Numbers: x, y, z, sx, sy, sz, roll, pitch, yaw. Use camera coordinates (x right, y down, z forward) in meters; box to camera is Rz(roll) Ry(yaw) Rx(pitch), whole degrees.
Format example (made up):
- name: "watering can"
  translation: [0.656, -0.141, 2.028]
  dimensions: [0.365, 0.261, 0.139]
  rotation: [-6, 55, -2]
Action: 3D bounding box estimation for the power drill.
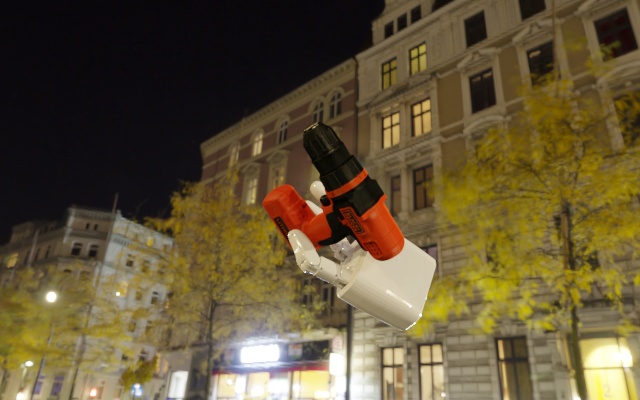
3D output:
- name: "power drill"
  translation: [0.000, 0.002, 0.612]
  dimensions: [0.057, 0.184, 0.188]
  rotation: [-39, 13, -32]
